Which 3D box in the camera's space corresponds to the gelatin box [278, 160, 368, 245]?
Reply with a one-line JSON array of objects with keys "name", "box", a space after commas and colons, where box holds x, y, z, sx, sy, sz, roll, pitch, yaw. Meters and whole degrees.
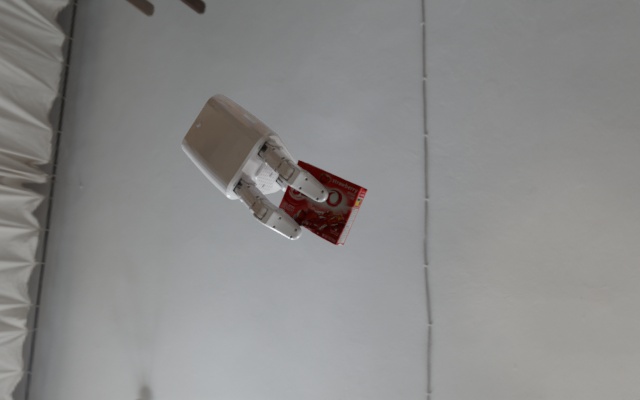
[{"name": "gelatin box", "box": [0.001, 0.002, 0.564, 0.089, 0.073, 0.030, 26, 5, 22]}]
